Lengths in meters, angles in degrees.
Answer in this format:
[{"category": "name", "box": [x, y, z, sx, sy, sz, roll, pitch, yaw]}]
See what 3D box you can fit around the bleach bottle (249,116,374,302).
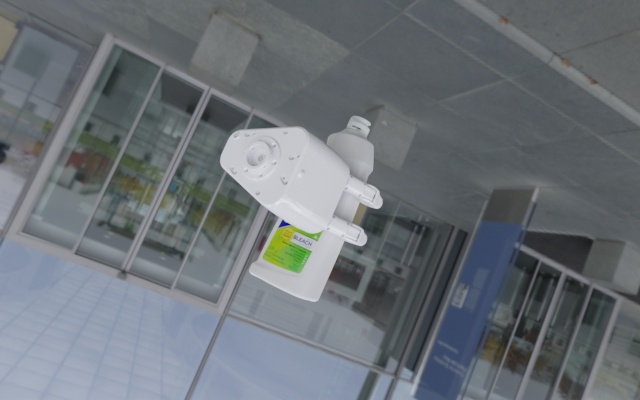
[{"category": "bleach bottle", "box": [0.000, 0.002, 0.648, 0.102, 0.251, 0.068, 20, -7, 31]}]
